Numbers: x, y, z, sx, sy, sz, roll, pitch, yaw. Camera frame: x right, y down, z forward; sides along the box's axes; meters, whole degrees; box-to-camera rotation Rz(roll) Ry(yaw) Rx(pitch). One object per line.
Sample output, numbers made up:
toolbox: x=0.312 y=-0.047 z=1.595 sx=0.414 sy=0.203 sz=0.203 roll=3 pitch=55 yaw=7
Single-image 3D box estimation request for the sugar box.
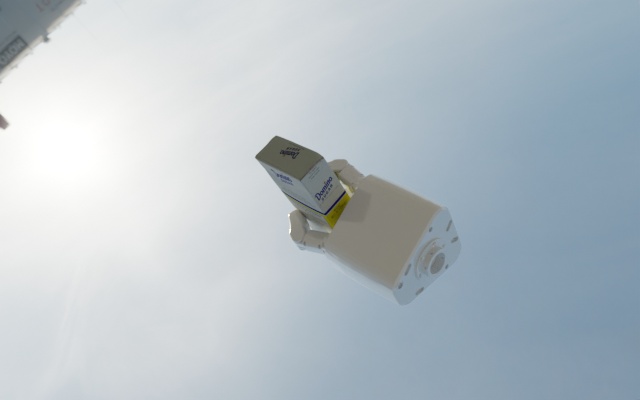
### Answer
sugar box: x=0.001 y=0.002 z=0.592 sx=0.093 sy=0.048 sz=0.176 roll=28 pitch=-21 yaw=44
